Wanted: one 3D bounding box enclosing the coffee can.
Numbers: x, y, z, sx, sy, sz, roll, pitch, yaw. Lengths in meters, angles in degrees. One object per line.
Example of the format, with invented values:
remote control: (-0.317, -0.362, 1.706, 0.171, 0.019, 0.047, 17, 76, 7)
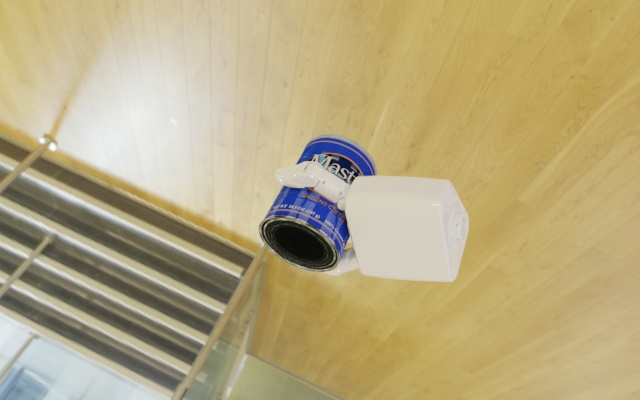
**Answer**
coffee can: (0.000, 0.002, 0.591, 0.103, 0.140, 0.103, 18, -36, 13)
